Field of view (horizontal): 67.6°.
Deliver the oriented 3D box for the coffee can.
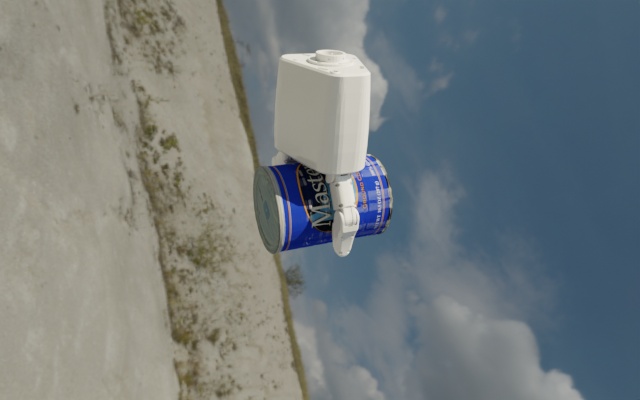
[{"bbox_3d":[0.000,0.002,0.576,0.140,0.103,0.103,-8,3,-22],"label":"coffee can"}]
